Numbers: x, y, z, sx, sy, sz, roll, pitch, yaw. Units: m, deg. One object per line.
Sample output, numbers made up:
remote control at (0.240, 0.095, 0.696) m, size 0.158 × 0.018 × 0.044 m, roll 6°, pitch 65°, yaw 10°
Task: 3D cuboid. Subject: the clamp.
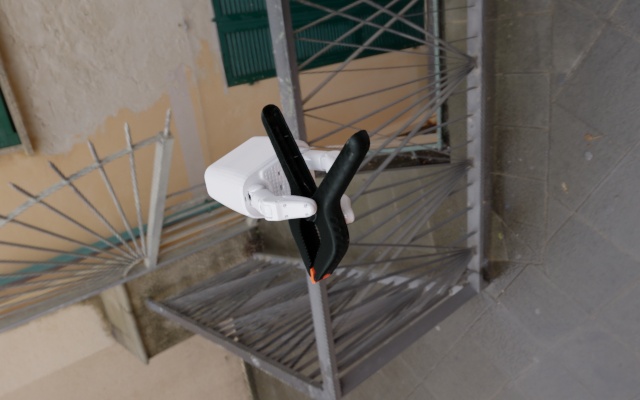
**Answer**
clamp at (-0.001, 0.002, 0.528) m, size 0.036 × 0.210 × 0.164 m, roll -22°, pitch 24°, yaw -33°
